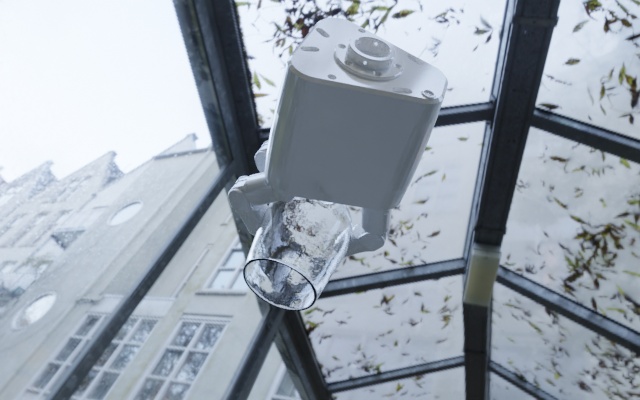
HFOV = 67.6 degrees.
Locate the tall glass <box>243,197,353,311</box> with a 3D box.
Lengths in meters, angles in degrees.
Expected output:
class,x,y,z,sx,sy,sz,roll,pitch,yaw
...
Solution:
class,x,y,z,sx,sy,sz,roll,pitch,yaw
tall glass,0.000,0.001,0.437,0.079,0.079,0.201,0,41,26
